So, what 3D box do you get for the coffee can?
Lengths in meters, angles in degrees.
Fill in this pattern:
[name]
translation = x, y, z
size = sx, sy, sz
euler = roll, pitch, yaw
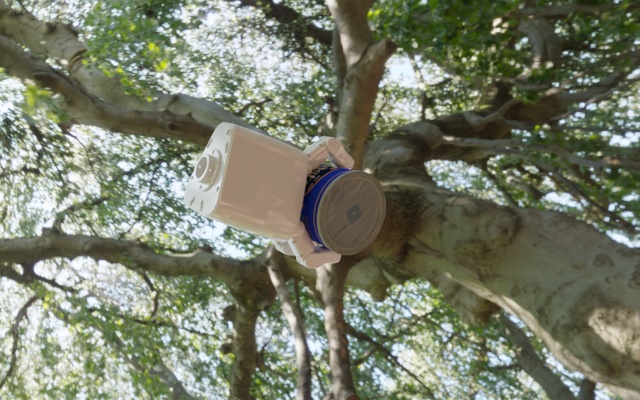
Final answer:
[coffee can]
translation = 0.000, 0.002, 0.620
size = 0.103, 0.103, 0.140
euler = 0, 12, -37
